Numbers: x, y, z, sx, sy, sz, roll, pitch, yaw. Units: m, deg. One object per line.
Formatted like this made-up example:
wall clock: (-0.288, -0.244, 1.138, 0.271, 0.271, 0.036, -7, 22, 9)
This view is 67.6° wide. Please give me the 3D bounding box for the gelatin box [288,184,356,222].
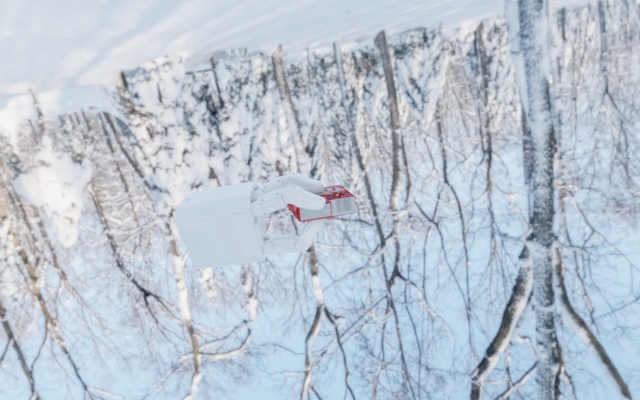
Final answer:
gelatin box: (0.000, 0.003, 0.711, 0.089, 0.030, 0.073, -9, 16, -12)
